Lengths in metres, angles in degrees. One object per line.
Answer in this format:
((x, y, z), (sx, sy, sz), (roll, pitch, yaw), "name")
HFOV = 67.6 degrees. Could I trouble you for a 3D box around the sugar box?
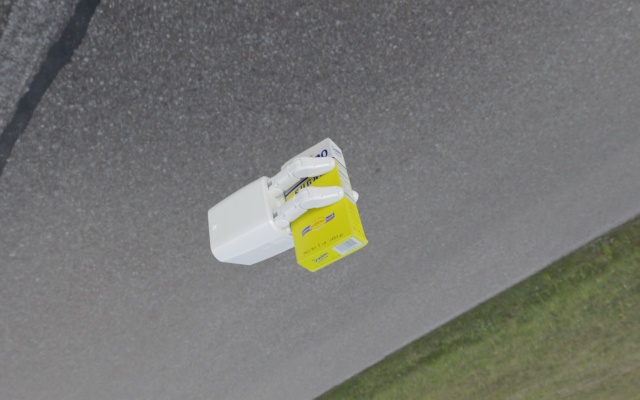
((0.000, 0.002, 0.680), (0.093, 0.176, 0.048), (-29, -37, 19), "sugar box")
